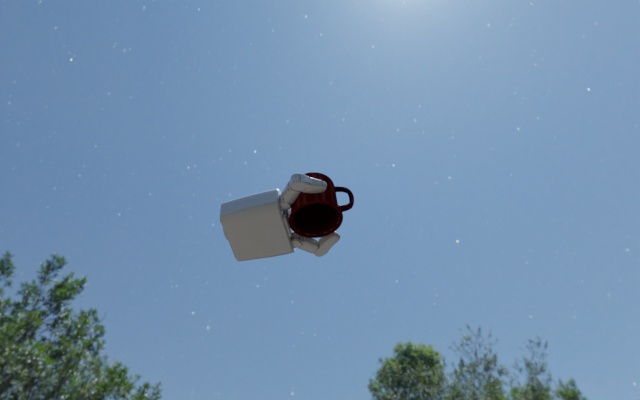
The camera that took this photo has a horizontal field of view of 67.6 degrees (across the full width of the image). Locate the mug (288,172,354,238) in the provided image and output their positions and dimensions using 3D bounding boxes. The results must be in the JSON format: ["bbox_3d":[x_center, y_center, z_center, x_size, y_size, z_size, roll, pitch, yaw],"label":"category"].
[{"bbox_3d":[0.002,0.002,0.833,0.117,0.081,0.093,-12,-44,5],"label":"mug"}]
